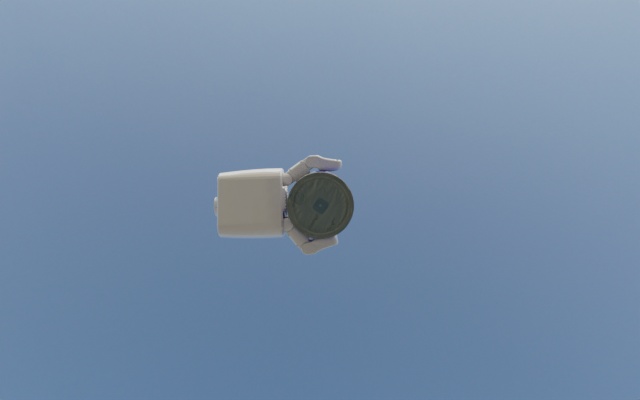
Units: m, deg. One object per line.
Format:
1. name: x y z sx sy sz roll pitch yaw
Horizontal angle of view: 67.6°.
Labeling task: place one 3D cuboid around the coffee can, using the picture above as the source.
1. coffee can: 0.000 0.003 0.793 0.103 0.103 0.140 0 4 0
